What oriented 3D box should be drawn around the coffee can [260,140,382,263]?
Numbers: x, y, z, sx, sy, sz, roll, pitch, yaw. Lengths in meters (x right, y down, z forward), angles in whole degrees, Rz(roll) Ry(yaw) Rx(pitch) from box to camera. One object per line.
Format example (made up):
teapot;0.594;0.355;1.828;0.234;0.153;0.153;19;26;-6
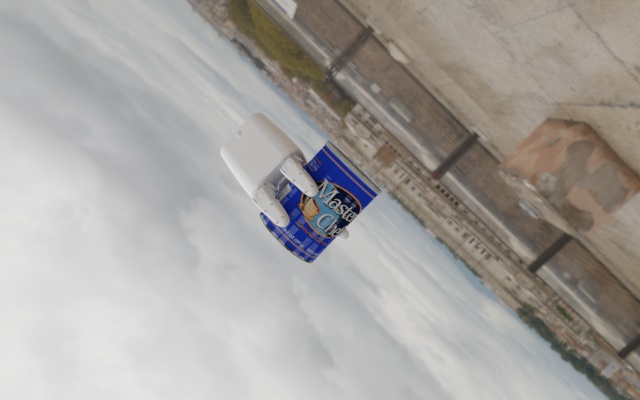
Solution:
coffee can;0.000;0.002;0.665;0.103;0.140;0.103;43;7;-7
